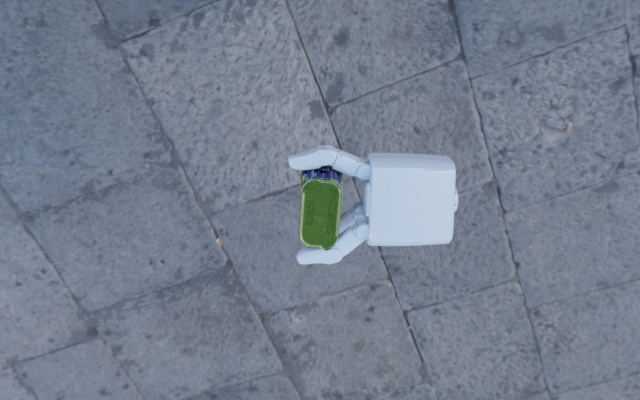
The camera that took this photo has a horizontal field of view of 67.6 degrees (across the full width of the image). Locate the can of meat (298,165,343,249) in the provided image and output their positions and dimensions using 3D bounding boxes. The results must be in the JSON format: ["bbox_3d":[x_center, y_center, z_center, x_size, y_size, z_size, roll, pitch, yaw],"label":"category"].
[{"bbox_3d":[0.000,0.002,0.628,0.057,0.102,0.084,3,24,-1],"label":"can of meat"}]
